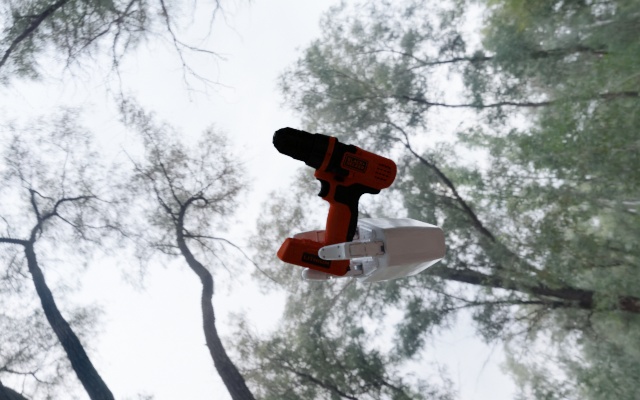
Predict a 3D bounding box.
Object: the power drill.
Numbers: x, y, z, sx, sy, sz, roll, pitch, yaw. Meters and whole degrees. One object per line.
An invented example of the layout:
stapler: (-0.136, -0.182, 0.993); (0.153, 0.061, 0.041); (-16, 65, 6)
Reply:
power drill: (0.000, 0.003, 0.679); (0.184, 0.187, 0.057); (17, 6, -10)
